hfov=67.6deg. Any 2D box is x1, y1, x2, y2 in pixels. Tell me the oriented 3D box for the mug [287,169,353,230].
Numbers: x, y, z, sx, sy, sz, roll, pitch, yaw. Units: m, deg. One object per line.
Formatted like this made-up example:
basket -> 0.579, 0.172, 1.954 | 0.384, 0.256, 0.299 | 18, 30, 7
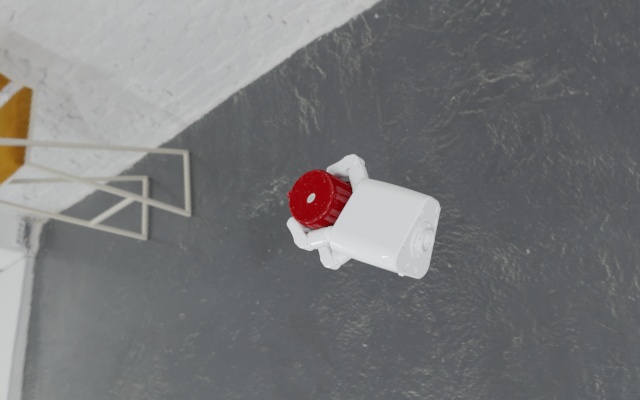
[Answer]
mug -> -0.001, 0.002, 0.698 | 0.117, 0.093, 0.081 | 16, -6, 40
